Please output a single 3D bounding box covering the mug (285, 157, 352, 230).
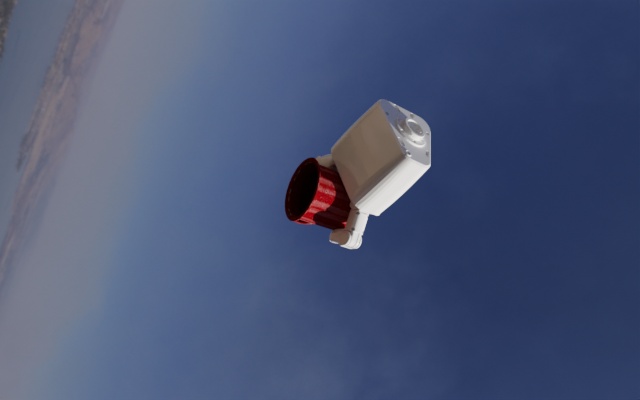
[{"bbox_3d":[-0.001,0.003,0.689,0.081,0.093,0.117,19,-44,-28],"label":"mug"}]
